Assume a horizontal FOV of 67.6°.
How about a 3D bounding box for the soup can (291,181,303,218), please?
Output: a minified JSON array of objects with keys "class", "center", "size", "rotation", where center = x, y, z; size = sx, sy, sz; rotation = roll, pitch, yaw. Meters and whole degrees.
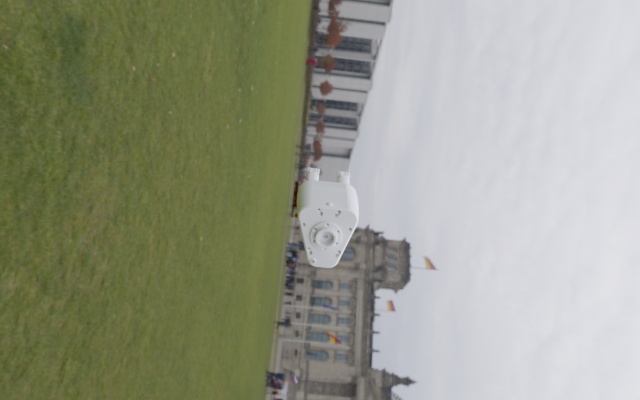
[{"class":"soup can","center":[0.000,0.003,0.878],"size":[0.102,0.068,0.068],"rotation":[6,0,-2]}]
